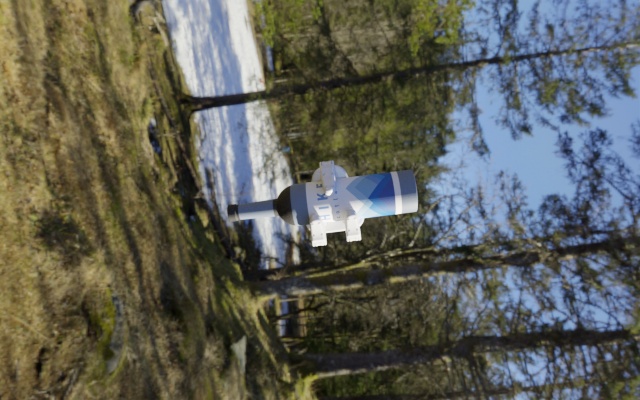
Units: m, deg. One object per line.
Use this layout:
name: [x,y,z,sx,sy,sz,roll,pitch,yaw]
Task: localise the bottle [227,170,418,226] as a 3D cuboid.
bottle: [0.000,0.002,0.755,0.296,0.069,0.069,-7,0,3]
